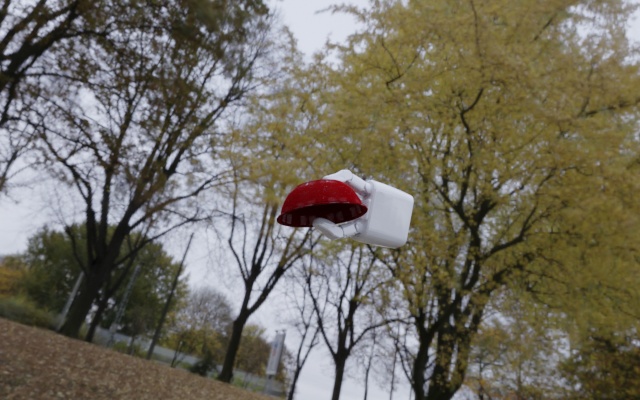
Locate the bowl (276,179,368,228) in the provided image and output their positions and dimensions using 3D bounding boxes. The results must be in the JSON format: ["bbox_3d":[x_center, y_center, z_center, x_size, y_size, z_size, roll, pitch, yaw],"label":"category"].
[{"bbox_3d":[-0.001,0.002,0.841,0.162,0.055,0.162,-7,-15,-2],"label":"bowl"}]
